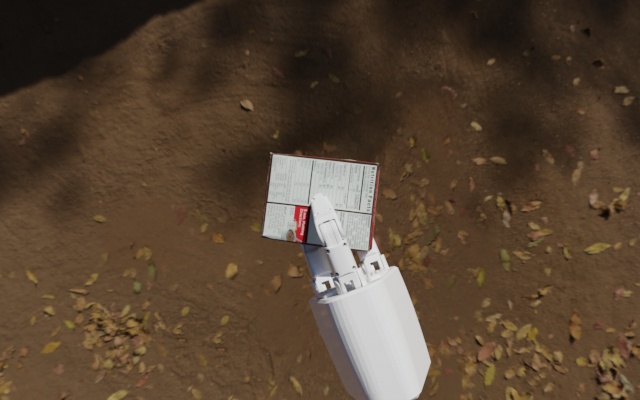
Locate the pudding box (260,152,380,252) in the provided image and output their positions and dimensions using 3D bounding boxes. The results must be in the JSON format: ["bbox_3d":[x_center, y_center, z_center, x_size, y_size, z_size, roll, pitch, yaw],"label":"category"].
[{"bbox_3d":[0.000,0.002,0.485,0.113,0.090,0.039,7,-3,2],"label":"pudding box"}]
